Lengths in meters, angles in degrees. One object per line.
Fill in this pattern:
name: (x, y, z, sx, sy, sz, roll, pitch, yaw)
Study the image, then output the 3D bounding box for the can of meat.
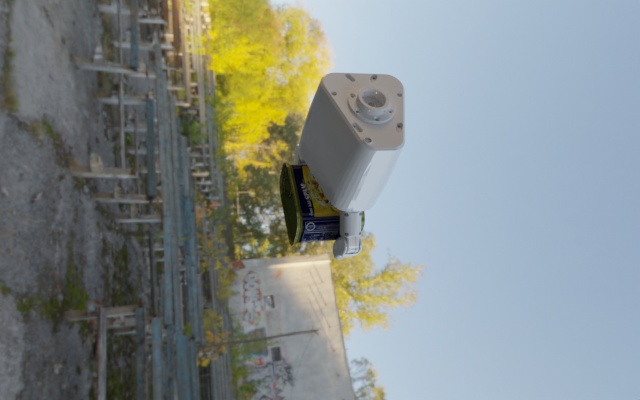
can of meat: (0.000, 0.002, 0.586, 0.084, 0.102, 0.057, -3, -36, -16)
